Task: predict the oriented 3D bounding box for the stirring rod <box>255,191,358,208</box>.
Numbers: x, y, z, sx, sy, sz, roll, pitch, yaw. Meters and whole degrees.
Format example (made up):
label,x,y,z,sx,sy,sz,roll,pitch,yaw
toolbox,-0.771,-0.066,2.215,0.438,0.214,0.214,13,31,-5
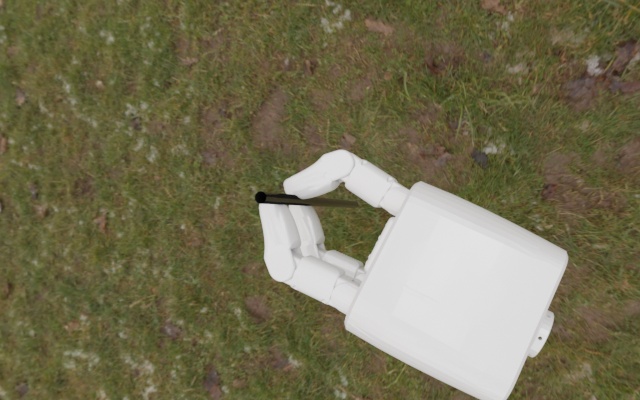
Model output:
label,x,y,z,sx,sy,sz,roll,pitch,yaw
stirring rod,0.000,0.001,0.417,0.011,0.011,0.239,0,-2,18
